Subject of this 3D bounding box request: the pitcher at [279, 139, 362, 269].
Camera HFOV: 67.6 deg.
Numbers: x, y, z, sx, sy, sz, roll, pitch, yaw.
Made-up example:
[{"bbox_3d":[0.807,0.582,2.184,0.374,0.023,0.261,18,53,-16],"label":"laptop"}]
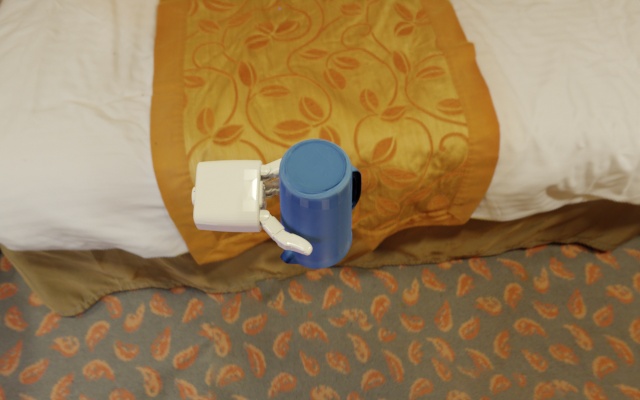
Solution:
[{"bbox_3d":[0.000,0.003,0.798,0.145,0.149,0.243,2,-30,1],"label":"pitcher"}]
